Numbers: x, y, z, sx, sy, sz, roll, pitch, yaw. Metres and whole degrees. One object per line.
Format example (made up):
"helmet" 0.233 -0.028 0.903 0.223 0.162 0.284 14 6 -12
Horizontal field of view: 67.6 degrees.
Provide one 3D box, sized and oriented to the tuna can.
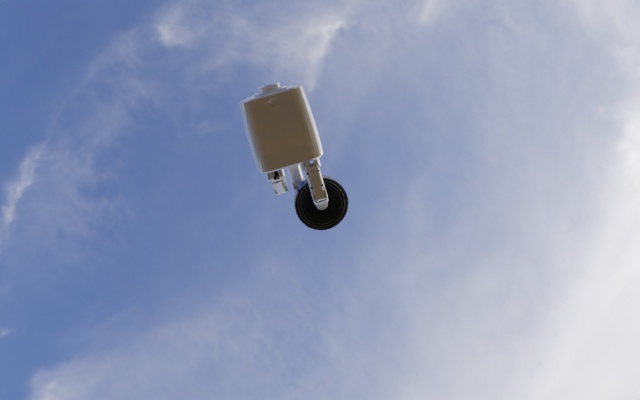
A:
"tuna can" 0.000 0.002 0.771 0.086 0.086 0.033 0 13 -8
